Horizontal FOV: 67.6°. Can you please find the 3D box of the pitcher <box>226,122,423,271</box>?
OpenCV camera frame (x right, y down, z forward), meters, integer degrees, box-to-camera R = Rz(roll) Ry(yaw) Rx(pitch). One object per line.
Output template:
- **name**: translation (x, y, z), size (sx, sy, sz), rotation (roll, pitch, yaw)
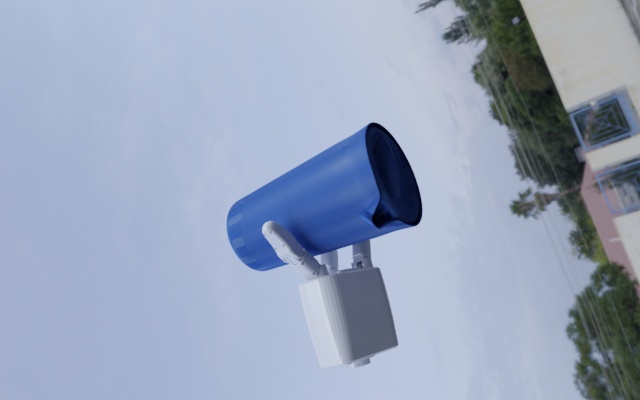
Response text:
- **pitcher**: translation (0.000, 0.002, 0.626), size (0.243, 0.145, 0.149), rotation (-23, -14, 29)
